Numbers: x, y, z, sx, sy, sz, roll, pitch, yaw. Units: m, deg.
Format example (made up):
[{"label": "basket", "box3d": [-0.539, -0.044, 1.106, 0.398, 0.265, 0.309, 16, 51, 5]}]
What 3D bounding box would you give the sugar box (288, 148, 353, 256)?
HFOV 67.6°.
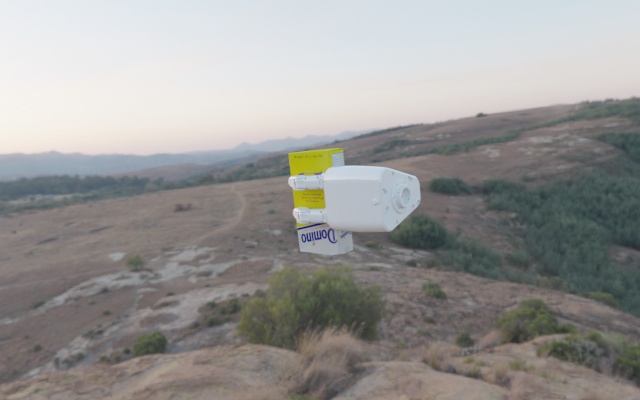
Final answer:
[{"label": "sugar box", "box3d": [0.000, 0.003, 0.812, 0.093, 0.176, 0.048, 0, 9, 40]}]
